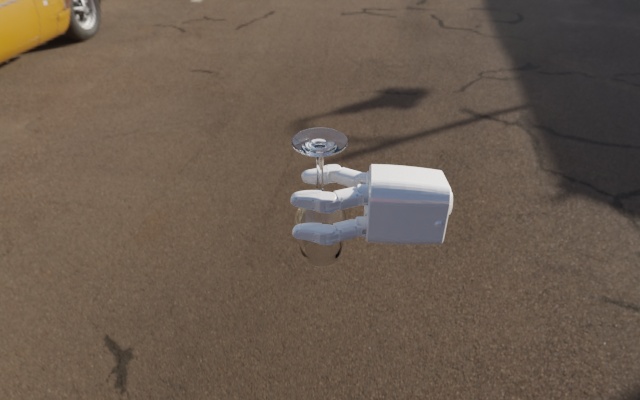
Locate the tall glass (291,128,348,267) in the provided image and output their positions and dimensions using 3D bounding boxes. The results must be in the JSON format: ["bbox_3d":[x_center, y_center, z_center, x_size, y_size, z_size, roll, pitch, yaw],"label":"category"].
[{"bbox_3d":[0.000,0.002,0.682,0.079,0.201,0.079,0,37,0],"label":"tall glass"}]
